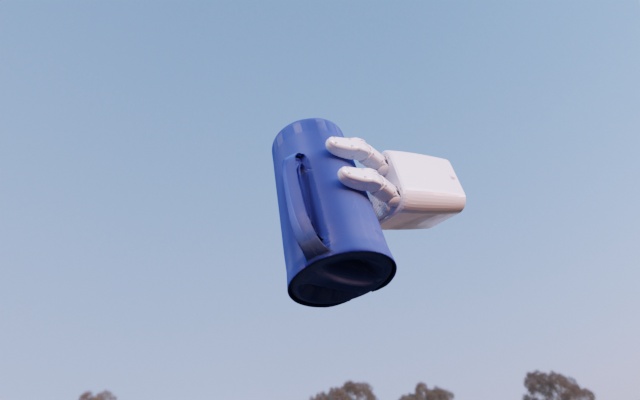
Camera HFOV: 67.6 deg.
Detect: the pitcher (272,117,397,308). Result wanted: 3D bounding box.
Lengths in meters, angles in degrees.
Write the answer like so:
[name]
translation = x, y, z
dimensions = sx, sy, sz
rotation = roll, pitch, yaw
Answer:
[pitcher]
translation = 0.000, 0.002, 0.625
dimensions = 0.145, 0.242, 0.149
rotation = 2, -39, -22
